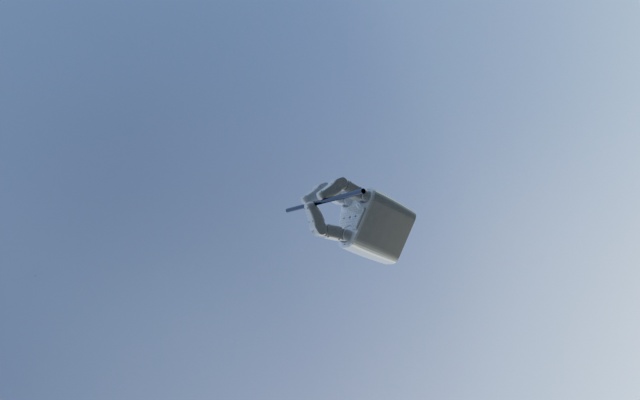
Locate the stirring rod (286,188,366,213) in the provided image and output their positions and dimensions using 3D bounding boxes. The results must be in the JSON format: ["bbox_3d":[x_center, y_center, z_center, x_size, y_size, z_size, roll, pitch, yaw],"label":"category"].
[{"bbox_3d":[0.000,0.003,0.783,0.011,0.011,0.239,0,-8,-31],"label":"stirring rod"}]
